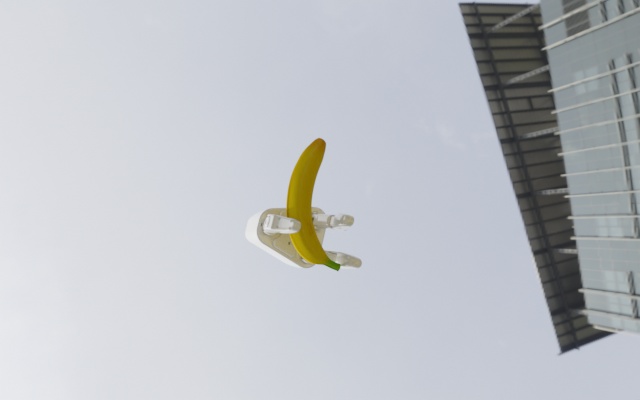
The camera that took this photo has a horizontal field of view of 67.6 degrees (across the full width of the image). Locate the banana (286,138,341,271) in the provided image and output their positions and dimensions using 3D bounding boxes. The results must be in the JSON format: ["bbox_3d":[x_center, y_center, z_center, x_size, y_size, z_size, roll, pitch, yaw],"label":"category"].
[{"bbox_3d":[-0.017,0.007,0.695,0.069,0.198,0.037,-4,-5,-19],"label":"banana"}]
